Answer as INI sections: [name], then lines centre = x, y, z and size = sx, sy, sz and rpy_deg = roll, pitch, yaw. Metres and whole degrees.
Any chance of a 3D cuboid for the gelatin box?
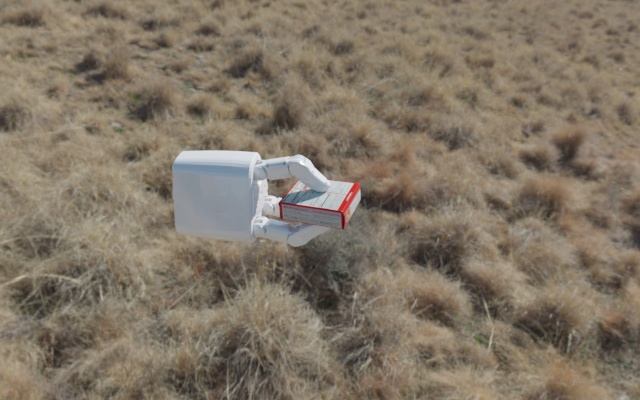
[gelatin box]
centre = 0.000, 0.002, 0.622
size = 0.089, 0.030, 0.073
rpy_deg = 7, 33, 20
